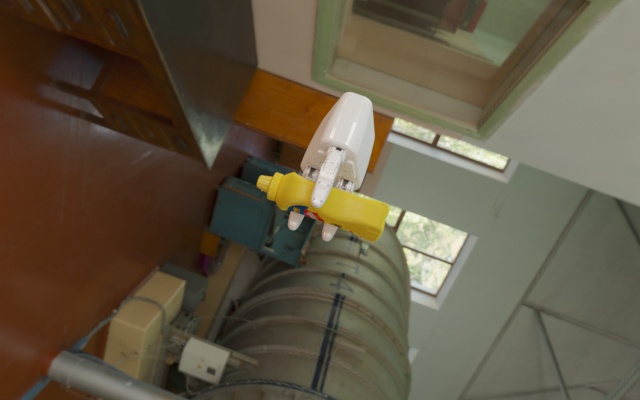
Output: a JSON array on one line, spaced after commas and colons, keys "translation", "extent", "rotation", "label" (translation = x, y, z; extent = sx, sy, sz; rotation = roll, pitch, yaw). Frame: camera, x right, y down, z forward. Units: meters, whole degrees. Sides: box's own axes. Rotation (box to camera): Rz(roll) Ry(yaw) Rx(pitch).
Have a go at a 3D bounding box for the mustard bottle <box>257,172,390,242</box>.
[{"translation": [0.000, 0.003, 0.693], "extent": [0.191, 0.058, 0.096], "rotation": [20, -7, 2], "label": "mustard bottle"}]
